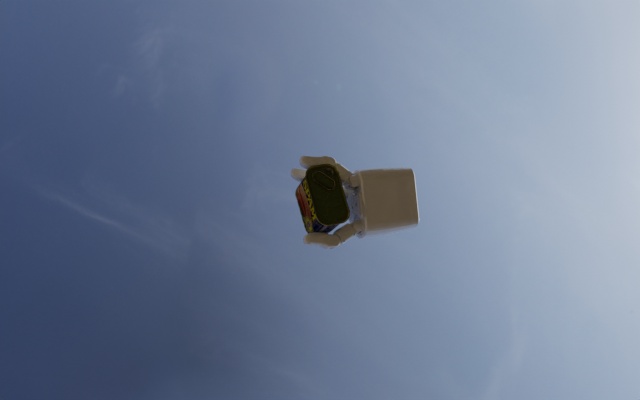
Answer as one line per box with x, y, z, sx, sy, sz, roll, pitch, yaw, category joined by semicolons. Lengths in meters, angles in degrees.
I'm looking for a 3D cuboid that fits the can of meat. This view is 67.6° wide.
0.000;0.003;0.789;0.057;0.102;0.084;-10;-15;-20;can of meat
